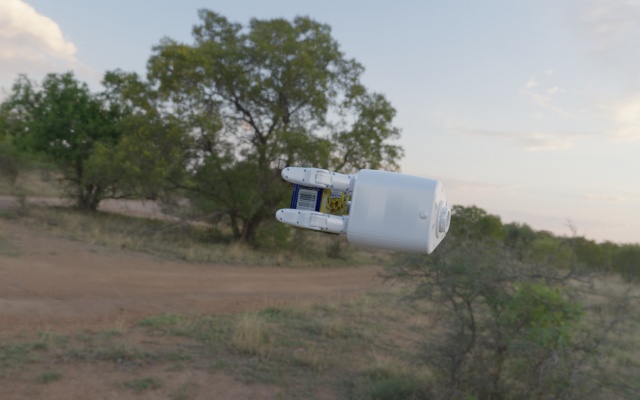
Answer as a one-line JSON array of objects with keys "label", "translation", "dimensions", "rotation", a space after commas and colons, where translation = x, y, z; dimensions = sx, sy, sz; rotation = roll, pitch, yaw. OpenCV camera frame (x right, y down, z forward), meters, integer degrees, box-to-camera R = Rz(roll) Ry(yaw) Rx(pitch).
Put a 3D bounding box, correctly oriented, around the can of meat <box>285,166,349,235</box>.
[{"label": "can of meat", "translation": [0.000, 0.002, 0.665], "dimensions": [0.057, 0.084, 0.102], "rotation": [8, -3, 28]}]
